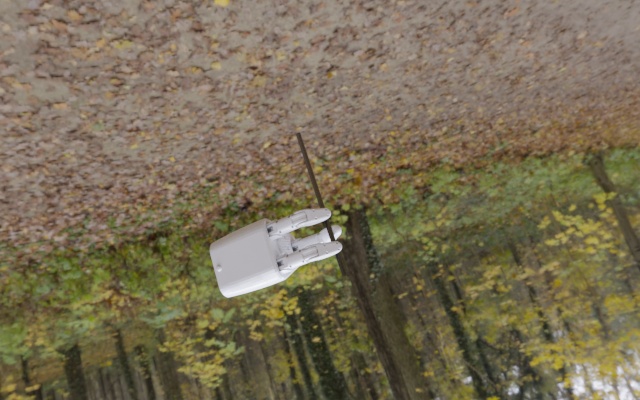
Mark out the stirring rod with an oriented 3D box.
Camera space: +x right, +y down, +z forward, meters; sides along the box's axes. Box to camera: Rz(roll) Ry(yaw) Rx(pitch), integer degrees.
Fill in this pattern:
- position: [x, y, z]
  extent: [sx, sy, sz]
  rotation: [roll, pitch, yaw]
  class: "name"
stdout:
- position: [0.000, 0.002, 0.749]
  extent: [0.011, 0.239, 0.011]
  rotation: [-17, -13, -4]
  class: "stirring rod"
